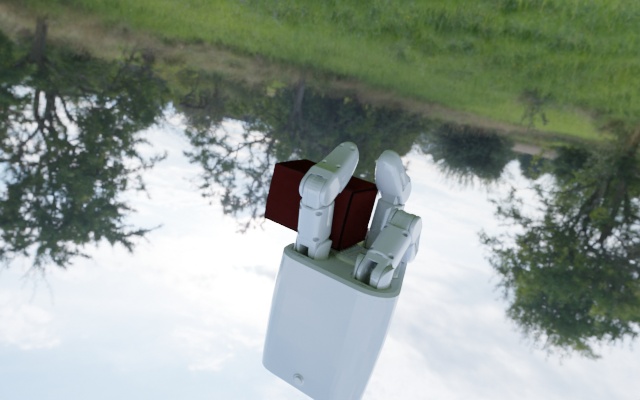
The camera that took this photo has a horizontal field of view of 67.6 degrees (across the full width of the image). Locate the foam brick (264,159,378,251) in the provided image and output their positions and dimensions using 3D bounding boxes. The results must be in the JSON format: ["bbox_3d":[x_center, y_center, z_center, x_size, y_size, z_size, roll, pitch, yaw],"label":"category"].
[{"bbox_3d":[0.000,0.001,0.406,0.078,0.051,0.053,22,18,27],"label":"foam brick"}]
